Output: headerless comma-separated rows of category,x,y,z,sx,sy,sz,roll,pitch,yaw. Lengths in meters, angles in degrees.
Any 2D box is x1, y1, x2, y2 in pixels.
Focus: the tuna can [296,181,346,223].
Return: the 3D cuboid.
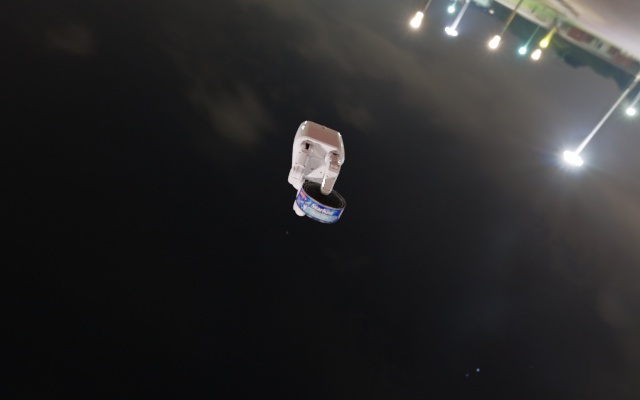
tuna can,0.000,0.003,0.848,0.086,0.034,0.086,22,24,-10
